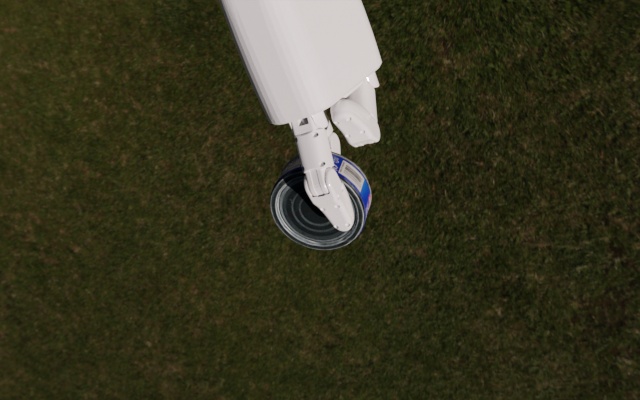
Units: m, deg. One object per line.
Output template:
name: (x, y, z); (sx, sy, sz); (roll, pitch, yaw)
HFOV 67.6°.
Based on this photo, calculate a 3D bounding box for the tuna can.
tuna can: (0.000, 0.002, 0.419); (0.086, 0.086, 0.033); (0, 33, 16)
